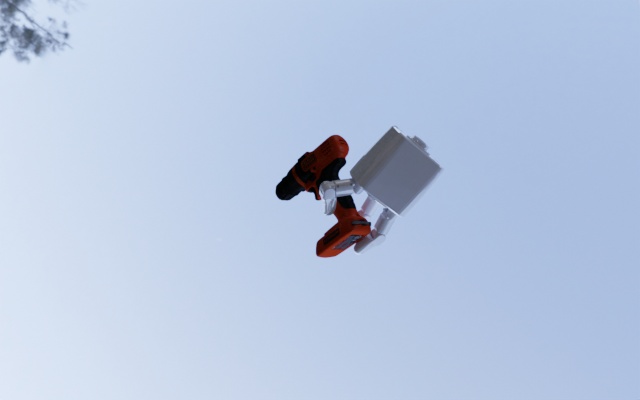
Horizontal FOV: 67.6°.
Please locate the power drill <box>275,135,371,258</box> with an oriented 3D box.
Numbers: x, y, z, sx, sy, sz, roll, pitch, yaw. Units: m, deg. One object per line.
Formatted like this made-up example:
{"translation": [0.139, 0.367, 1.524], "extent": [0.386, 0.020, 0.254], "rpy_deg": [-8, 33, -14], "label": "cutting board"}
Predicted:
{"translation": [0.000, 0.003, 0.847], "extent": [0.057, 0.187, 0.184], "rpy_deg": [3, -33, -45], "label": "power drill"}
